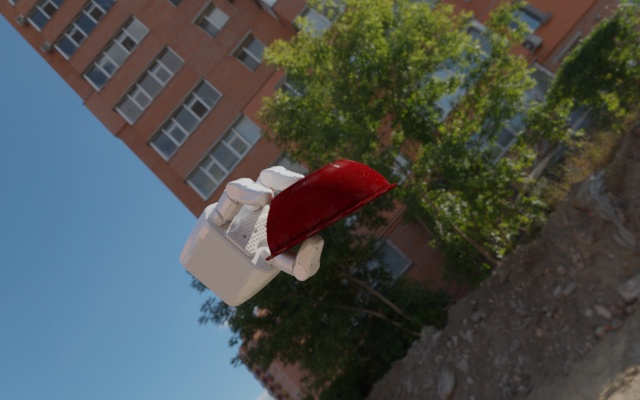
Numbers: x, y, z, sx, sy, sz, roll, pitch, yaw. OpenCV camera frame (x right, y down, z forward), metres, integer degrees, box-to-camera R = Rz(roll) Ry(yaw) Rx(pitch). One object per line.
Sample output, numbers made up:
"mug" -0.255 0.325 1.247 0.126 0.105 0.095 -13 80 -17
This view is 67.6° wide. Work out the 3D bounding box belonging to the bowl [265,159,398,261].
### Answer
"bowl" 0.001 0.001 0.513 0.162 0.055 0.162 -29 -3 -2
